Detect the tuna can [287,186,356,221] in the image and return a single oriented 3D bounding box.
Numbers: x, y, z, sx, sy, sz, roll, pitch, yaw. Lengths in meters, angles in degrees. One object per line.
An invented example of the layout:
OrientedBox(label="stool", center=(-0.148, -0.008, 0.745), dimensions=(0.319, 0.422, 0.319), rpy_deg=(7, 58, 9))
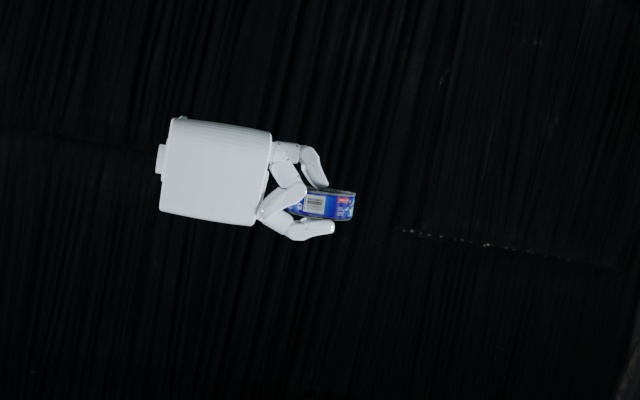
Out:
OrientedBox(label="tuna can", center=(0.000, 0.003, 0.606), dimensions=(0.086, 0.034, 0.086), rpy_deg=(7, 5, -1))
